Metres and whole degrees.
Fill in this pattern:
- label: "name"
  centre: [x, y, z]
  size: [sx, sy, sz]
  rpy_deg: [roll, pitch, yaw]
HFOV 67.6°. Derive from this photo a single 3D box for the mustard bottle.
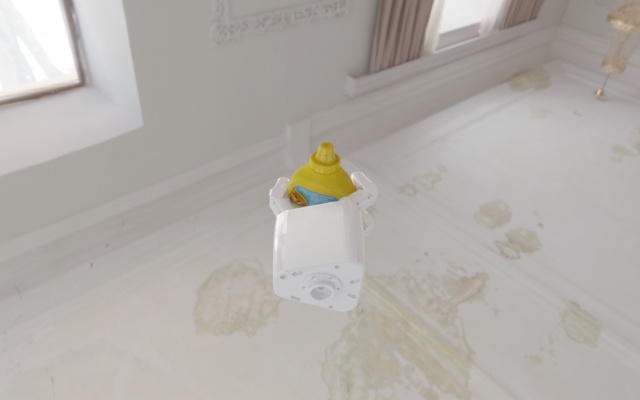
- label: "mustard bottle"
  centre: [0.000, 0.002, 0.682]
  size: [0.096, 0.192, 0.058]
  rpy_deg: [19, 41, 15]
